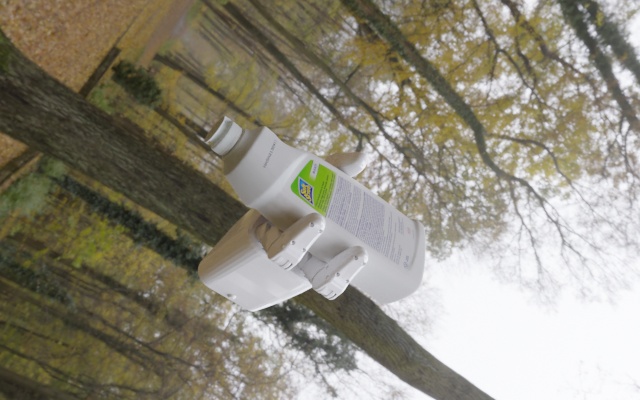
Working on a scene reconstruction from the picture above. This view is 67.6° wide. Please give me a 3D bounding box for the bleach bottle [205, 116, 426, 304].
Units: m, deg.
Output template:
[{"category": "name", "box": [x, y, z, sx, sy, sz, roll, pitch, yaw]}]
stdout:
[{"category": "bleach bottle", "box": [0.000, 0.002, 0.471, 0.251, 0.102, 0.068, 38, -49, -24]}]
